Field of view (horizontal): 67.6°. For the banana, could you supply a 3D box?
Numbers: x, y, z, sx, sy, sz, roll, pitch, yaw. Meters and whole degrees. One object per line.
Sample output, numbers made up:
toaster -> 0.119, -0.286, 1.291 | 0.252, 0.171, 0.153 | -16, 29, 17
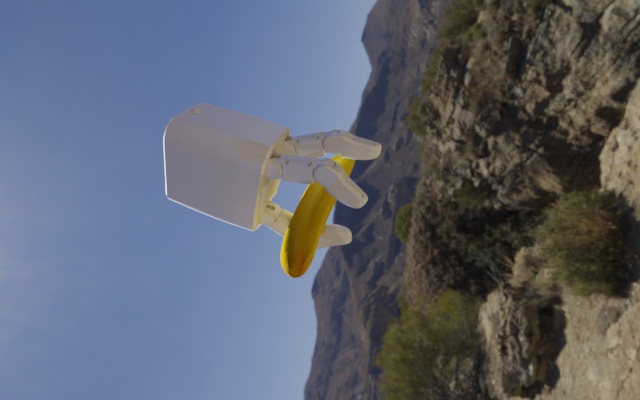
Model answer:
banana -> -0.005, 0.010, 0.496 | 0.037, 0.197, 0.070 | 28, -40, -3
